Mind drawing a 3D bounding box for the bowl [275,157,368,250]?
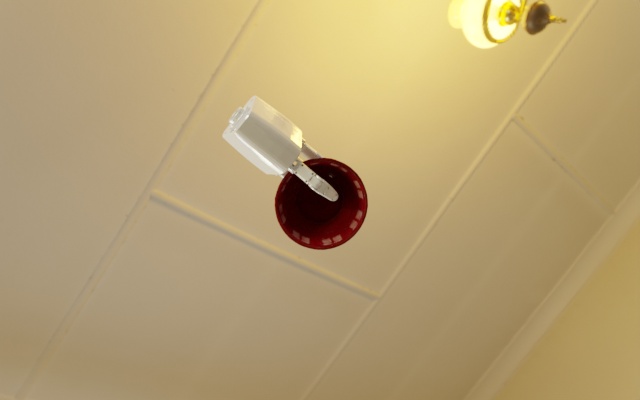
[{"bbox_3d":[0.001,0.004,0.846,0.162,0.162,0.055,0,10,-4],"label":"bowl"}]
